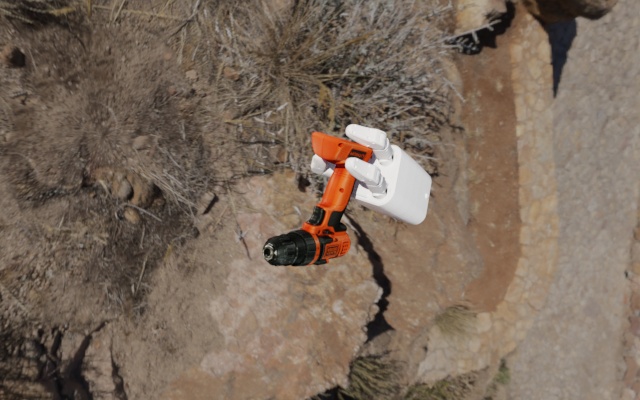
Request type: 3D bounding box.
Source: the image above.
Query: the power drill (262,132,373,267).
[{"bbox_3d":[0.000,0.002,0.673,0.057,0.188,0.184,23,12,29],"label":"power drill"}]
